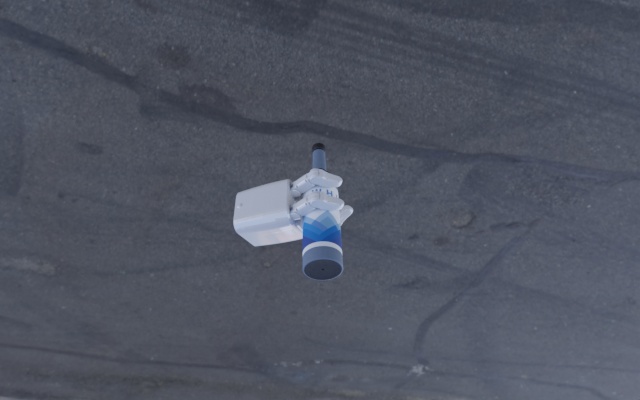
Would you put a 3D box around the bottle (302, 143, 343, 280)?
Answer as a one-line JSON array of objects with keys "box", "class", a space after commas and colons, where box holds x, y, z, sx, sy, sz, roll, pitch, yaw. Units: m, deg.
[{"box": [0.000, 0.003, 0.876, 0.069, 0.295, 0.069, -1, -41, -1], "class": "bottle"}]
